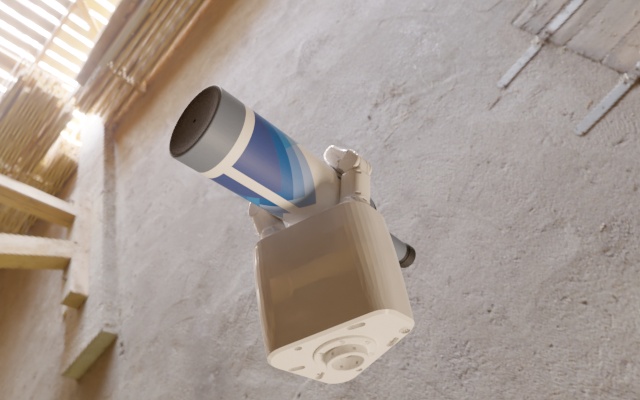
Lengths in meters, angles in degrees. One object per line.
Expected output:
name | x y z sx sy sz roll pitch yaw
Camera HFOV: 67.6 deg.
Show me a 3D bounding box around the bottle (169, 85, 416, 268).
bottle | 0.000 0.001 0.459 0.069 0.069 0.296 0 -26 48
